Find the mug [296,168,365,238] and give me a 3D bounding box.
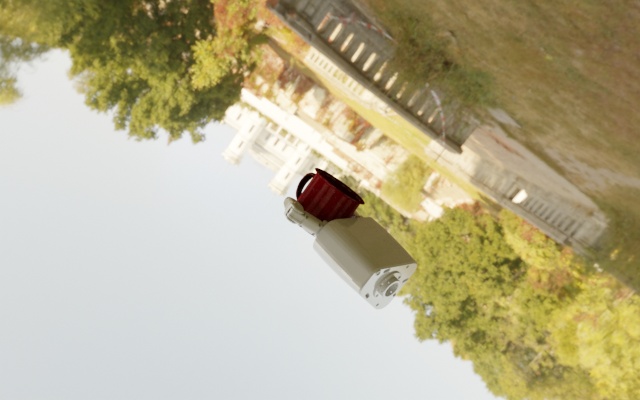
[{"bbox_3d":[-0.001,0.002,0.739,0.093,0.081,0.117,22,17,-51],"label":"mug"}]
